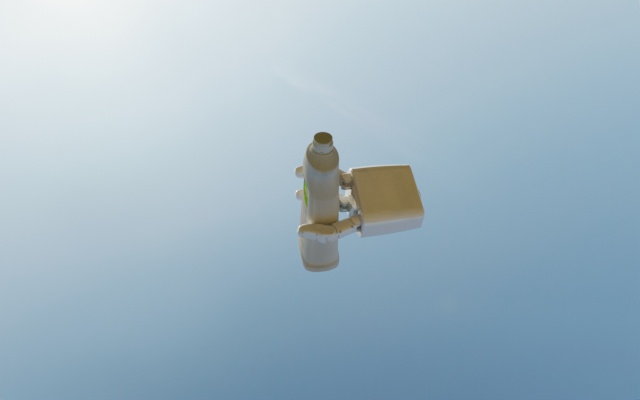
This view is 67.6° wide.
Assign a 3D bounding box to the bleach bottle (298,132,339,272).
[{"bbox_3d":[0.000,0.003,0.775,0.068,0.102,0.251,-7,-43,-10],"label":"bleach bottle"}]
